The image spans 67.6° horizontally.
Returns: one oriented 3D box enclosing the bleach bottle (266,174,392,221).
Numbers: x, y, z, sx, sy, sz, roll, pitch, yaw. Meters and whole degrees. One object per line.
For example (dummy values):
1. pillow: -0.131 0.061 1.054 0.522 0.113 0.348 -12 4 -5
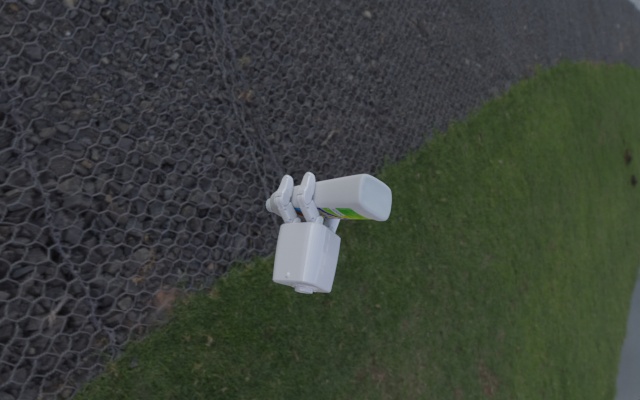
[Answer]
1. bleach bottle: 0.000 0.003 0.891 0.251 0.068 0.102 -6 -23 40
